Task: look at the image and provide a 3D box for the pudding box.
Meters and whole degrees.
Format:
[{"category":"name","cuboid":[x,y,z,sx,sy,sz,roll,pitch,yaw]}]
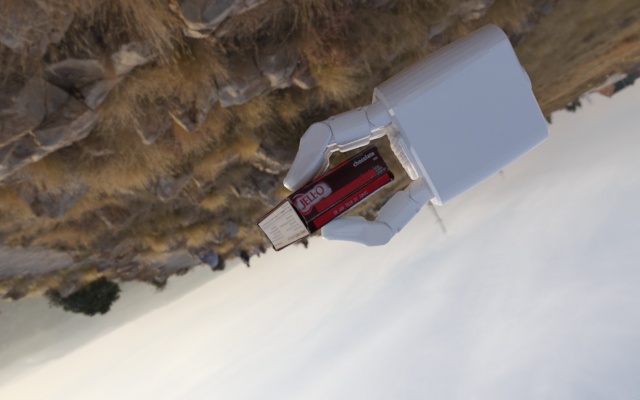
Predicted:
[{"category":"pudding box","cuboid":[0.000,0.001,0.416,0.090,0.039,0.113,-31,-3,-24]}]
